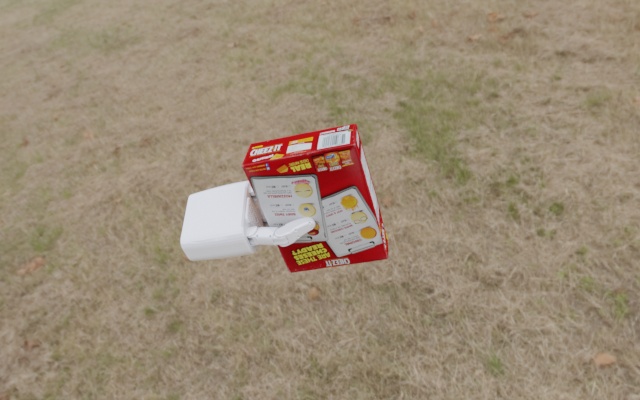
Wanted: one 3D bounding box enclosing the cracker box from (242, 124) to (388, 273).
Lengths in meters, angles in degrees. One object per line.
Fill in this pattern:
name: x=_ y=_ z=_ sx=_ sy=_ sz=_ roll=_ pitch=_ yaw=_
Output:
cracker box: x=0.000 y=0.002 z=0.717 sx=0.164 sy=0.214 sz=0.072 roll=-10 pitch=36 yaw=14
